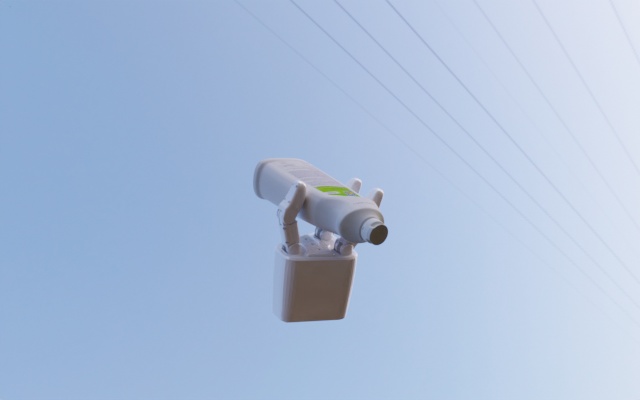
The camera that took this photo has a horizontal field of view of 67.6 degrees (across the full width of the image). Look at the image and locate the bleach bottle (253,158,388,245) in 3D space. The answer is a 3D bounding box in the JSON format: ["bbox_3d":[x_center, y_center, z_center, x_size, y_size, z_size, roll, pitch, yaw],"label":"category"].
[{"bbox_3d":[0.000,0.002,0.679,0.102,0.068,0.250,-5,22,-31],"label":"bleach bottle"}]
